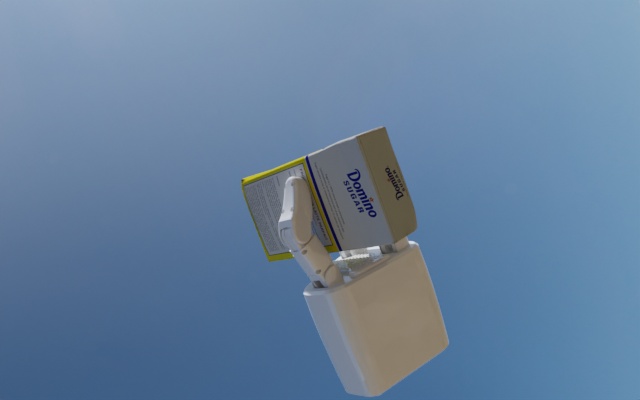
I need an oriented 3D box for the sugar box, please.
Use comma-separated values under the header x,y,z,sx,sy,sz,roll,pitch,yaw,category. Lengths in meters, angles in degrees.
x,y,z,sx,sy,sz,roll,pitch,yaw,category
0.000,0.001,0.447,0.176,0.093,0.048,-15,7,46,sugar box
